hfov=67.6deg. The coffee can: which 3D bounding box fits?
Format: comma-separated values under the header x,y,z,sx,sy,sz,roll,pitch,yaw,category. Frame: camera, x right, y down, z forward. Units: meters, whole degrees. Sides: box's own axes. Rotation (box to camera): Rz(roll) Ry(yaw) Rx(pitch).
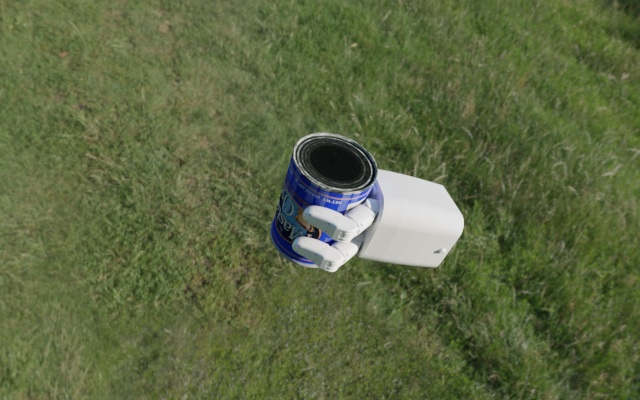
x,y,z,sx,sy,sz,roll,pitch,yaw,category
0.000,0.002,0.596,0.103,0.102,0.140,0,-43,-20,coffee can
